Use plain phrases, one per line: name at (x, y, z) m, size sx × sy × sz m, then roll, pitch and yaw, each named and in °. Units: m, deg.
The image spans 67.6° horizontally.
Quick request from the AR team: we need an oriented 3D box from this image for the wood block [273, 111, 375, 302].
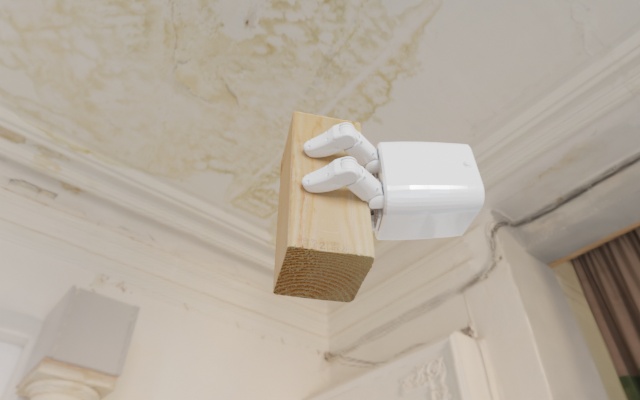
wood block at (0.000, 0.002, 0.553) m, size 0.090 × 0.206 × 0.091 m, roll 8°, pitch -43°, yaw -10°
